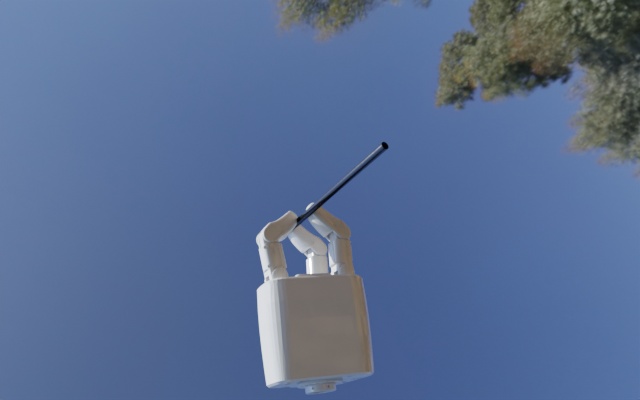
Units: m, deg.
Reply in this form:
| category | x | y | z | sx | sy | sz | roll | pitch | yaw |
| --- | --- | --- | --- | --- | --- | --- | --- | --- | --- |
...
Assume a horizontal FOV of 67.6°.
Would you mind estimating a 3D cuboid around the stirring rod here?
| category | x | y | z | sx | sy | sz | roll | pitch | yaw |
| --- | --- | --- | --- | --- | --- | --- | --- | --- | --- |
| stirring rod | 0.000 | 0.002 | 0.530 | 0.011 | 0.011 | 0.240 | 0 | -26 | -33 |
